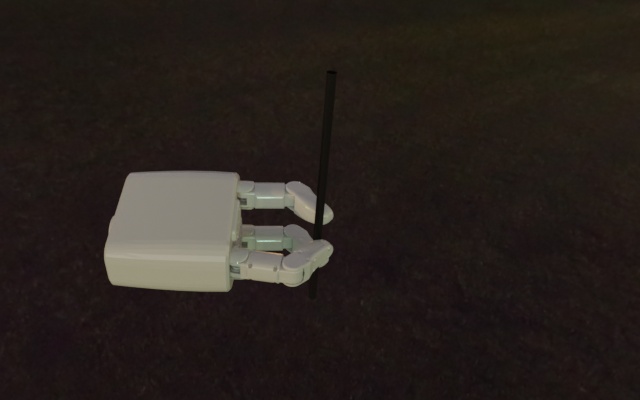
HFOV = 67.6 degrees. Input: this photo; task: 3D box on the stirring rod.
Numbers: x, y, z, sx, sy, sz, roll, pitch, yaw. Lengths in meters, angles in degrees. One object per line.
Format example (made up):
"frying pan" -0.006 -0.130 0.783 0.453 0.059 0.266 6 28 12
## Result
"stirring rod" 0.000 0.002 0.432 0.011 0.240 0.011 3 34 -2
